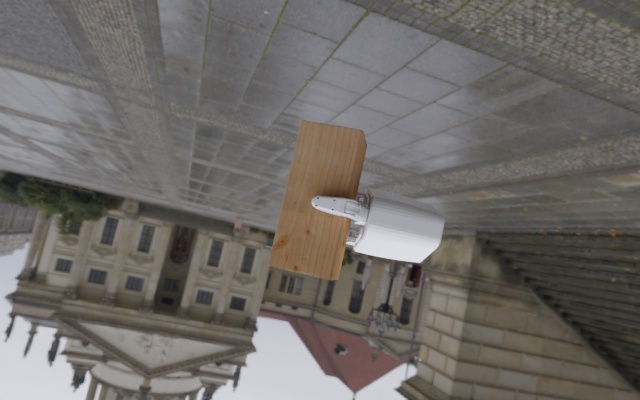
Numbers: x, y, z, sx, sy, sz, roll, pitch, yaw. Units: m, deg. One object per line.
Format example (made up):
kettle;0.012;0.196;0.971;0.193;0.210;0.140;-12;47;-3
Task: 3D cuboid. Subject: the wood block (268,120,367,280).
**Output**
wood block;0.000;0.002;0.683;0.090;0.206;0.091;11;-7;11
